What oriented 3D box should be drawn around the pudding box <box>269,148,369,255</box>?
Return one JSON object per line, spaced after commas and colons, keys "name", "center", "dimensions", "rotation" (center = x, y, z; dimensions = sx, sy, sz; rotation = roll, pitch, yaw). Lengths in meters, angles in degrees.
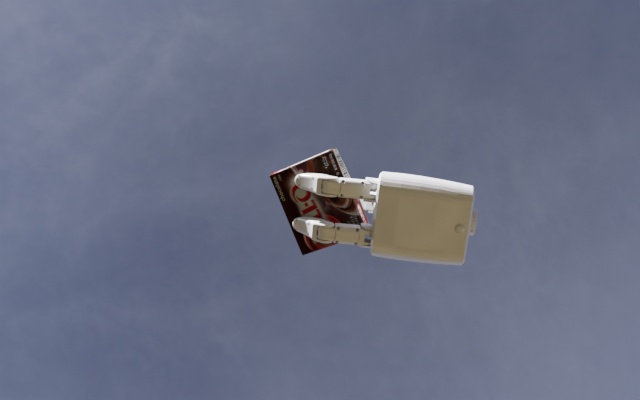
{"name": "pudding box", "center": [0.000, 0.002, 0.598], "dimensions": [0.090, 0.113, 0.039], "rotation": [-21, 3, 18]}
